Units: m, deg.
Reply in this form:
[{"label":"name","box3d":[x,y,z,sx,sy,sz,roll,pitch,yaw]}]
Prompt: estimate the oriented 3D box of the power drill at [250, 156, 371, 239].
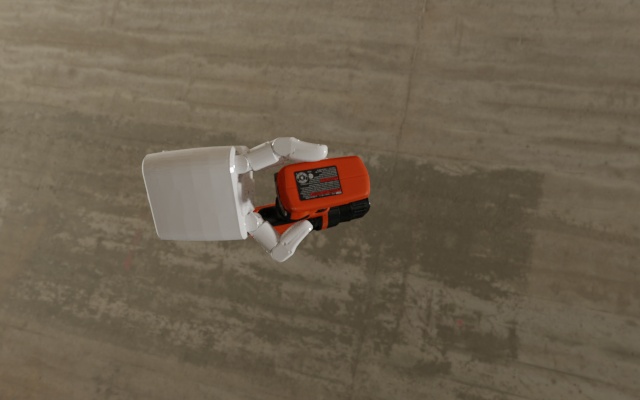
[{"label":"power drill","box3d":[0.000,0.002,0.620,0.184,0.057,0.188,-12,-14,-16]}]
